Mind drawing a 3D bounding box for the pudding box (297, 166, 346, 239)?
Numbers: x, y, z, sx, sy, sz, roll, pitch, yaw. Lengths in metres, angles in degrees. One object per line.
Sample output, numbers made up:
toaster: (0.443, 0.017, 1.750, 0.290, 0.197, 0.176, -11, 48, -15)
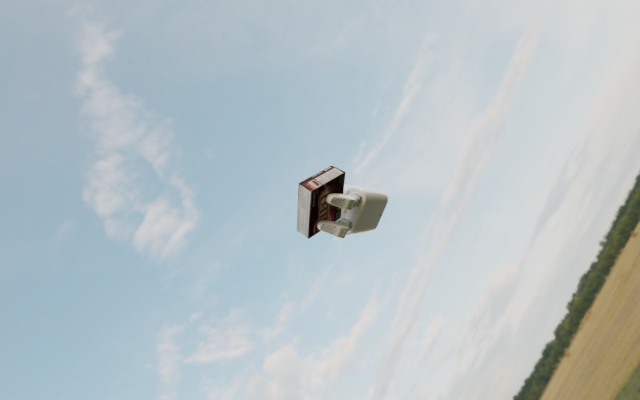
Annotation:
pudding box: (0.000, 0.003, 0.878, 0.039, 0.114, 0.090, 29, 44, 32)
